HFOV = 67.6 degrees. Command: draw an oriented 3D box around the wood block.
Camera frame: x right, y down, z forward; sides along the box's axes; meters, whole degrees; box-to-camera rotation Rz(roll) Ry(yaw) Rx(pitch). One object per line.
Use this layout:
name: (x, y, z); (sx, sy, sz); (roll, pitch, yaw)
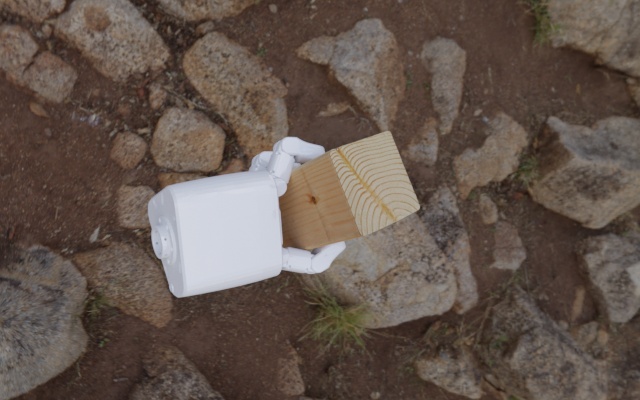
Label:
wood block: (0.000, 0.002, 0.557); (0.090, 0.091, 0.206); (-22, 1, -35)
